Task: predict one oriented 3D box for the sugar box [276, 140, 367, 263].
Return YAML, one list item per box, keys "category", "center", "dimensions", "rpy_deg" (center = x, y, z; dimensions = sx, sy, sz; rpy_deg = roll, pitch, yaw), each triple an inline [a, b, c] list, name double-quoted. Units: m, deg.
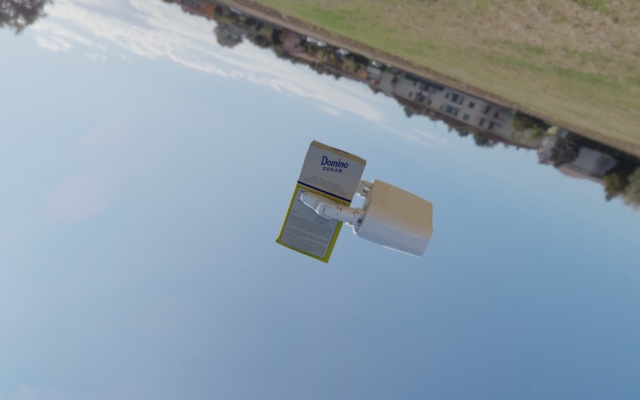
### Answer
- category: "sugar box"
  center: [0.000, 0.002, 0.759]
  dimensions: [0.093, 0.176, 0.048]
  rpy_deg: [21, 16, 1]
